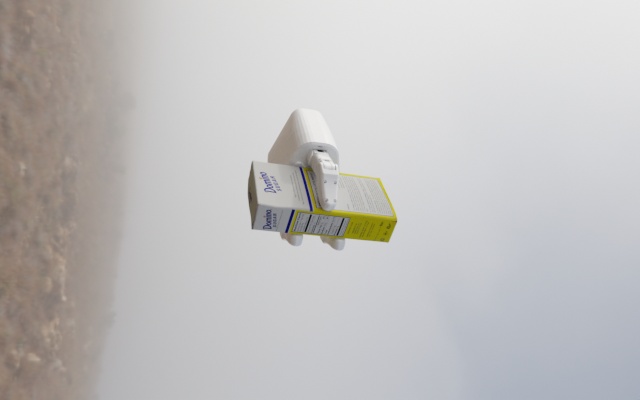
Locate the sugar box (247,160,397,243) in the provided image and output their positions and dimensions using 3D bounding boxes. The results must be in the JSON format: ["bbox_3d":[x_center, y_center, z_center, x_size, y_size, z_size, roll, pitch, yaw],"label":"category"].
[{"bbox_3d":[0.000,0.002,0.595,0.176,0.048,0.093,5,36,-16],"label":"sugar box"}]
